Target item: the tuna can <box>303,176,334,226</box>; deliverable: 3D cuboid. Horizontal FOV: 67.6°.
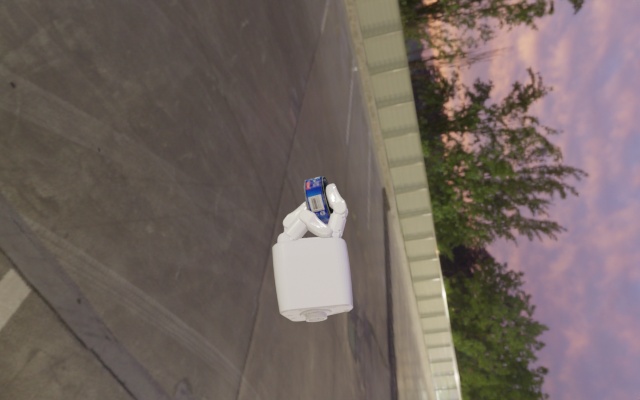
[{"bbox_3d":[0.001,0.002,0.811,0.034,0.086,0.086,-15,-3,10],"label":"tuna can"}]
